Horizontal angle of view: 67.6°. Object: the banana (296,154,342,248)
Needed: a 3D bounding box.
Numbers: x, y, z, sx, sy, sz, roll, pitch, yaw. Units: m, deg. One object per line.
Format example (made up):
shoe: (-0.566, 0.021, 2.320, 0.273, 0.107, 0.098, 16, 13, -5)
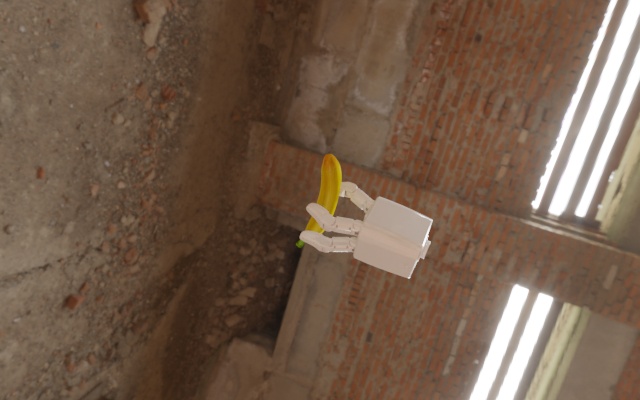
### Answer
banana: (0.008, -0.001, 0.853, 0.037, 0.198, 0.069, 26, 31, 16)
